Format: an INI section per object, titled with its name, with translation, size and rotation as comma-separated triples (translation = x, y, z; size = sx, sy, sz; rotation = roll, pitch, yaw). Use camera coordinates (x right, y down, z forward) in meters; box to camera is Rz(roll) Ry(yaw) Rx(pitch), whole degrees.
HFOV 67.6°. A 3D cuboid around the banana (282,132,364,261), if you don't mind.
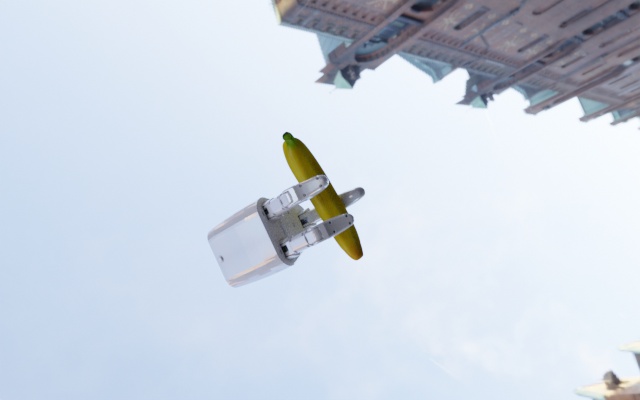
[banana]
translation = -0.001, -0.008, 0.633
size = 0.037, 0.198, 0.069
rotation = -28, 19, 13
